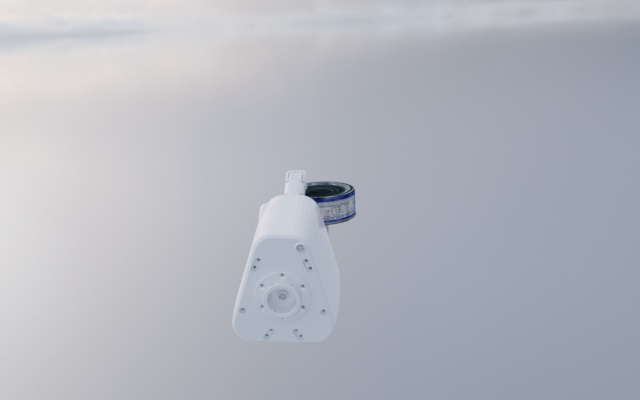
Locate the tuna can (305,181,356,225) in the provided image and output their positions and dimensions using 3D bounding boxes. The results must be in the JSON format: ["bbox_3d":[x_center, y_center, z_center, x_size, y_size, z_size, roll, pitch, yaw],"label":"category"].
[{"bbox_3d":[0.000,0.001,0.579,0.086,0.034,0.086,-2,15,1],"label":"tuna can"}]
